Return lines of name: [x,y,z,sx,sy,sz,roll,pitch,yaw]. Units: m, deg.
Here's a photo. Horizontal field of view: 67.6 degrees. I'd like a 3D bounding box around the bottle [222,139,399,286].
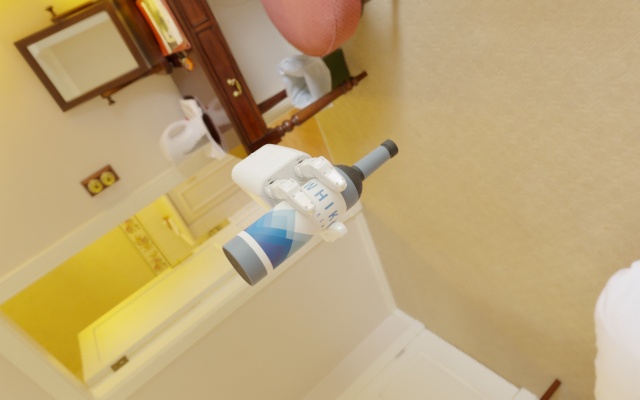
bottle: [0.000,0.002,0.674,0.295,0.069,0.069,-38,15,-21]
